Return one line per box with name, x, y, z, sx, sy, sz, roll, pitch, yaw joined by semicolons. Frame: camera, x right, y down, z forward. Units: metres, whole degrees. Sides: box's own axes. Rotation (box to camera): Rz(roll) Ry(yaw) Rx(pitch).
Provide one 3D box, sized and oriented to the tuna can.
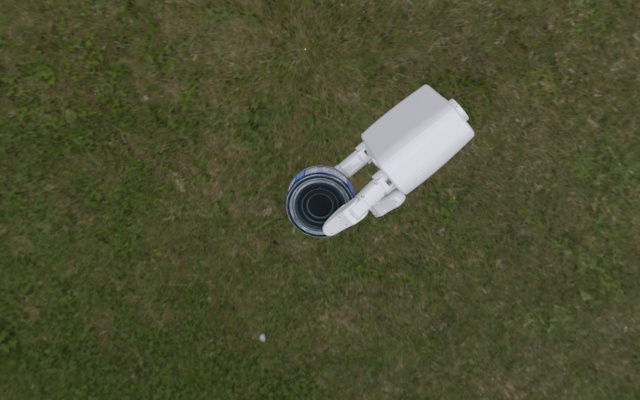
tuna can;0.000;0.002;0.589;0.086;0.086;0.033;0;21;3
